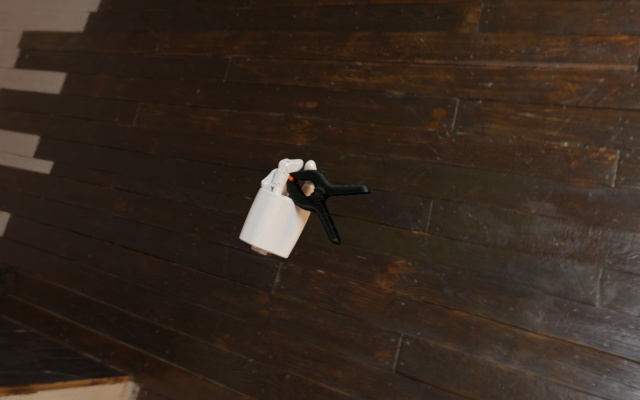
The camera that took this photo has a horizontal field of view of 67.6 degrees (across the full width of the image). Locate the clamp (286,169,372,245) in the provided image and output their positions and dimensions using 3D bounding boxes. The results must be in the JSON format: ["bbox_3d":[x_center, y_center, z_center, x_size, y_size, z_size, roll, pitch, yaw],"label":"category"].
[{"bbox_3d":[0.000,0.003,0.888,0.171,0.120,0.039,23,-4,28],"label":"clamp"}]
